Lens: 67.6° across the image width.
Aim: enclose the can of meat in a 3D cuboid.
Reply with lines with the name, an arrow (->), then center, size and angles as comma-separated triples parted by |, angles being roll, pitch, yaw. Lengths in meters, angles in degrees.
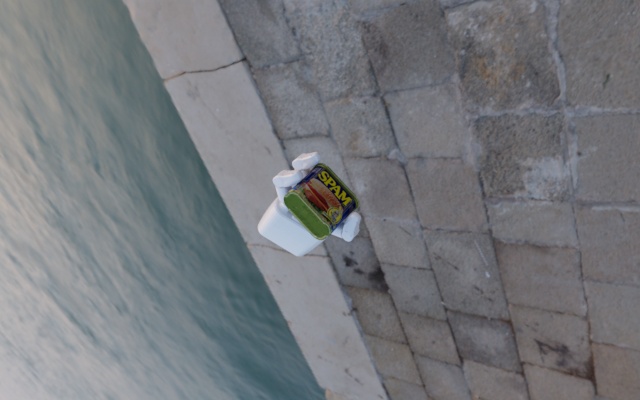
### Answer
can of meat -> 0.000, 0.003, 0.786 | 0.084, 0.102, 0.057 | -44, 2, -37
